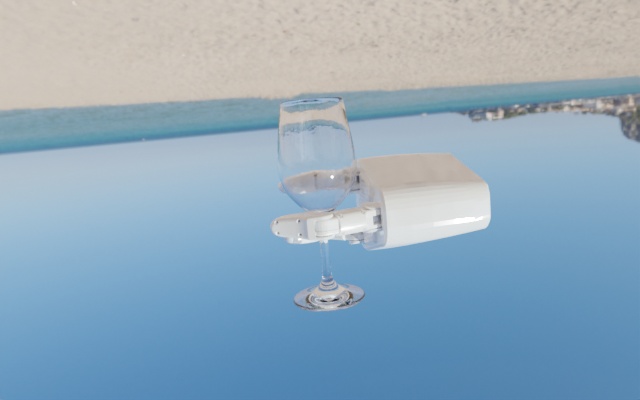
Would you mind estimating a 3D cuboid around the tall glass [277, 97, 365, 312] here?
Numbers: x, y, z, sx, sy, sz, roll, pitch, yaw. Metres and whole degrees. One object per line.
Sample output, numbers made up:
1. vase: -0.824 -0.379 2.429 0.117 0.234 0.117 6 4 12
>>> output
1. tall glass: 0.000 0.002 0.475 0.079 0.201 0.079 -5 9 1
